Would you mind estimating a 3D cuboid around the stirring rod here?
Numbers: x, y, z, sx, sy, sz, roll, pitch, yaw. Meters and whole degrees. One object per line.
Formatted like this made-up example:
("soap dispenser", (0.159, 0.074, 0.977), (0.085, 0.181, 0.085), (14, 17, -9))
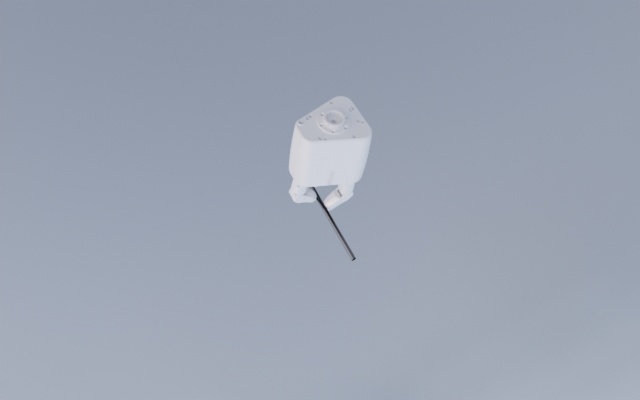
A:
("stirring rod", (0.000, 0.003, 0.828), (0.011, 0.239, 0.011), (-24, -27, -13))
